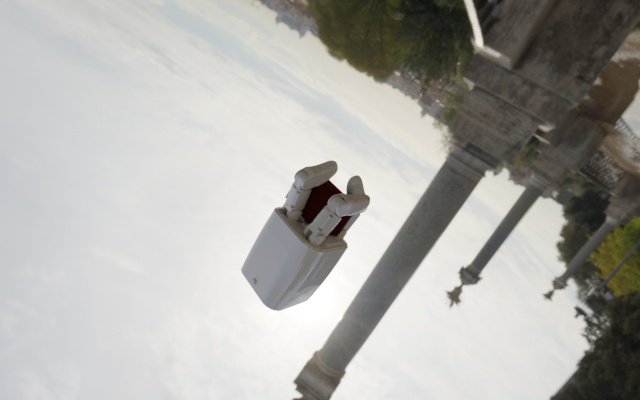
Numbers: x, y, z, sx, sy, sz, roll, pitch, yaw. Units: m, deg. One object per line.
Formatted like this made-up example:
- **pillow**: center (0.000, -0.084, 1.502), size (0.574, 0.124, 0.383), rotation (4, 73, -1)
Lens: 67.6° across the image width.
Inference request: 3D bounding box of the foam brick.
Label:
- **foam brick**: center (0.000, 0.002, 0.648), size (0.053, 0.051, 0.078), rotation (20, 20, -48)
